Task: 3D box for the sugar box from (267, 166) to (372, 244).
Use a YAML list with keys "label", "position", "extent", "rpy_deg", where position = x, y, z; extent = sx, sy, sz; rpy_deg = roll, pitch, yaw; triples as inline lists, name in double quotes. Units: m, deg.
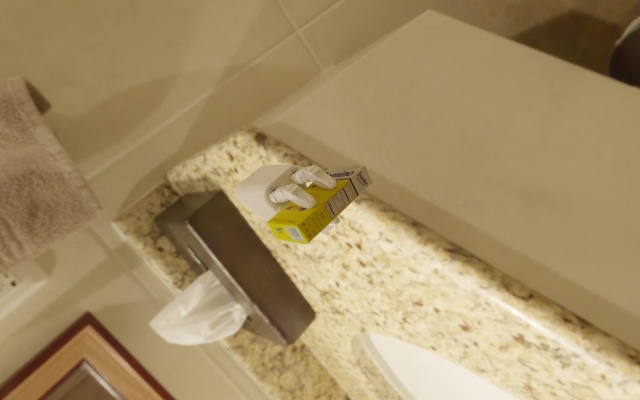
- label: "sugar box"
  position: [0.000, 0.002, 0.829]
  extent: [0.093, 0.048, 0.176]
  rpy_deg: [3, 41, 50]
